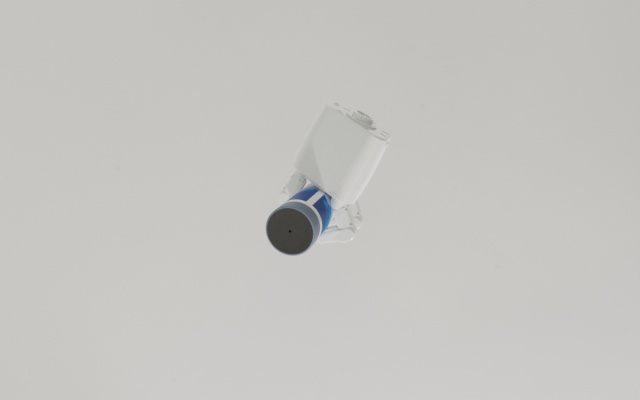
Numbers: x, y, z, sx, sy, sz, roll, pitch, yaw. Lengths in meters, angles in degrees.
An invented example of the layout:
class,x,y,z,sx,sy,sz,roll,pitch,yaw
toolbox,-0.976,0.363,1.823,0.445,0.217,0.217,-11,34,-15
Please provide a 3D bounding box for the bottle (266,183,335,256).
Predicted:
class,x,y,z,sx,sy,sz,roll,pitch,yaw
bottle,0.000,0.003,0.739,0.069,0.069,0.295,0,14,16
